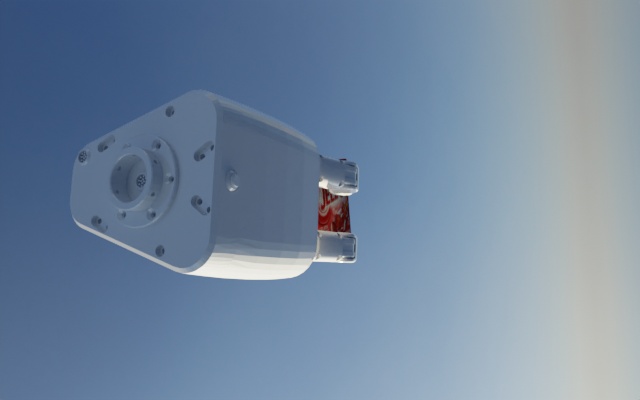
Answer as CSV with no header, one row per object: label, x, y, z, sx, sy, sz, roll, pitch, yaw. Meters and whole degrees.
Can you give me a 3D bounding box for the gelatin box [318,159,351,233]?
gelatin box,0.000,0.001,0.419,0.030,0.073,0.089,-2,5,21
